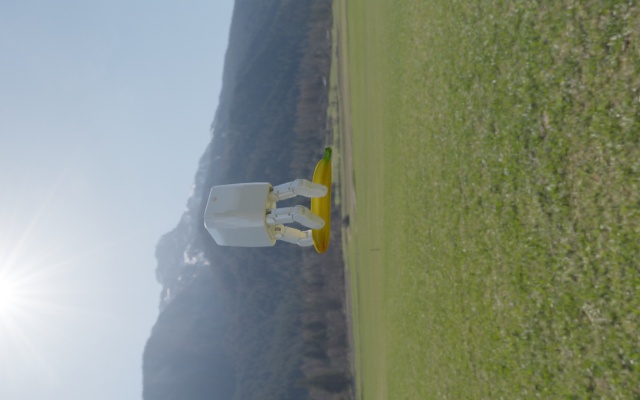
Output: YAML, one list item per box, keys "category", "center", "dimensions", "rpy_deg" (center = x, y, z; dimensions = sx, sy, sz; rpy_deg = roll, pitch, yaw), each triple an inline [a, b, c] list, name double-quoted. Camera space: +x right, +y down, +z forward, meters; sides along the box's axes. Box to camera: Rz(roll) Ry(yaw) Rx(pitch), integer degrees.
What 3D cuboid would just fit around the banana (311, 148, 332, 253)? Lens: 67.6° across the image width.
- category: "banana"
  center: [0.001, 0.006, 0.871]
  dimensions: [0.037, 0.197, 0.070]
  rpy_deg: [1, -19, 2]
